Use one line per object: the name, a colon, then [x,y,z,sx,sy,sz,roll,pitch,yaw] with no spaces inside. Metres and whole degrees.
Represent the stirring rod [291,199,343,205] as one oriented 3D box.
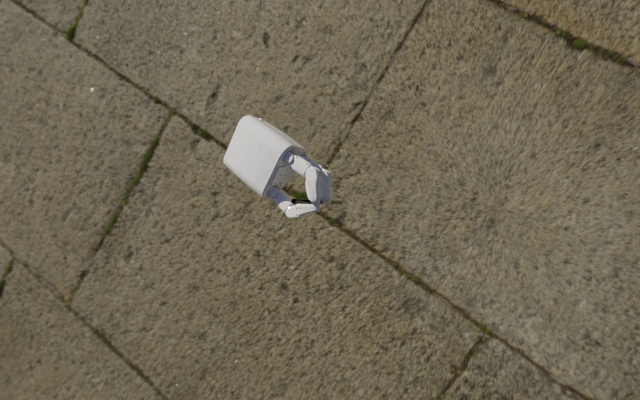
stirring rod: [0.000,0.003,0.841,0.011,0.011,0.239,0,-1,20]
